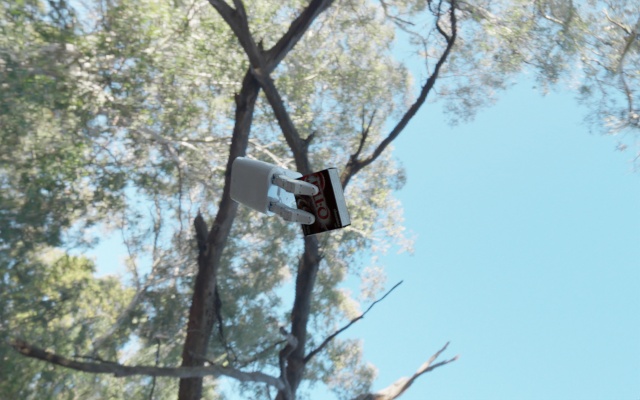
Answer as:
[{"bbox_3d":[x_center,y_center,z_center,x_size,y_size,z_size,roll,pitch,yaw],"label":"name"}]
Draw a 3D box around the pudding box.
[{"bbox_3d":[0.000,0.003,0.884,0.090,0.113,0.039,-16,1,37],"label":"pudding box"}]
